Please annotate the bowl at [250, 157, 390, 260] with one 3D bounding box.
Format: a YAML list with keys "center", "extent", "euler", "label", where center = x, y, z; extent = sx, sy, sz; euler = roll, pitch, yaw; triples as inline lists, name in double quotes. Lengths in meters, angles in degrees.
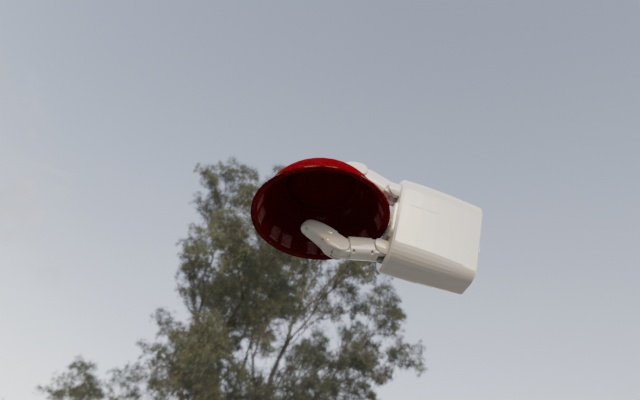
- center: [-0.001, 0.001, 0.568]
  extent: [0.162, 0.055, 0.162]
  euler: [1, -43, 1]
  label: "bowl"
